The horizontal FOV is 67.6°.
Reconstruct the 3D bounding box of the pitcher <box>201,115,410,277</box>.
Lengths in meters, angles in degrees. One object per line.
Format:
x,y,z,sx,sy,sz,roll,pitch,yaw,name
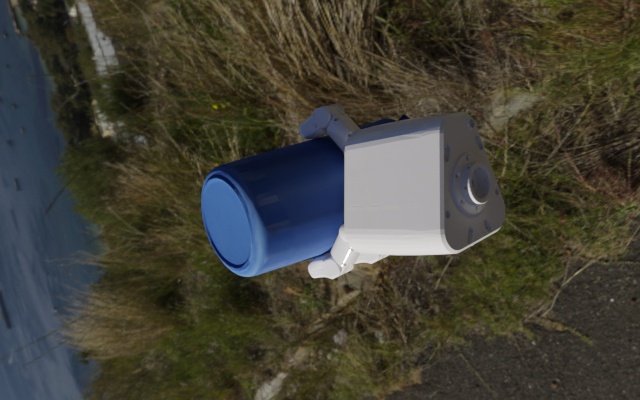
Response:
0.000,0.002,0.518,0.243,0.149,0.145,-17,9,-38,pitcher
